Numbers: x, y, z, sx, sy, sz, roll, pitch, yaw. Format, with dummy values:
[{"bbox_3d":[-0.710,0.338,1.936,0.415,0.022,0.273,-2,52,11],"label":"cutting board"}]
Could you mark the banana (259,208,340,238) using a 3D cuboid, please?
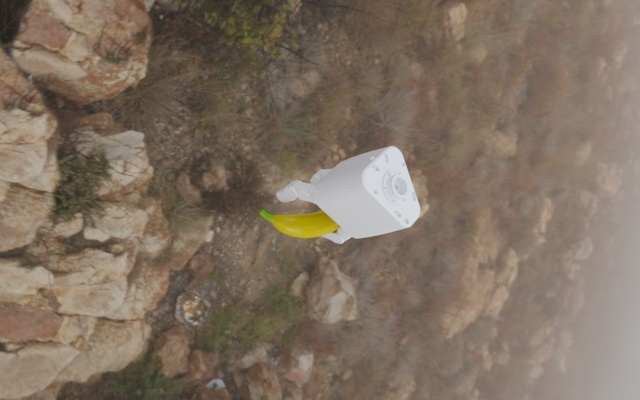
[{"bbox_3d":[0.005,0.020,0.756,0.198,0.069,0.037,-14,-18,-35],"label":"banana"}]
